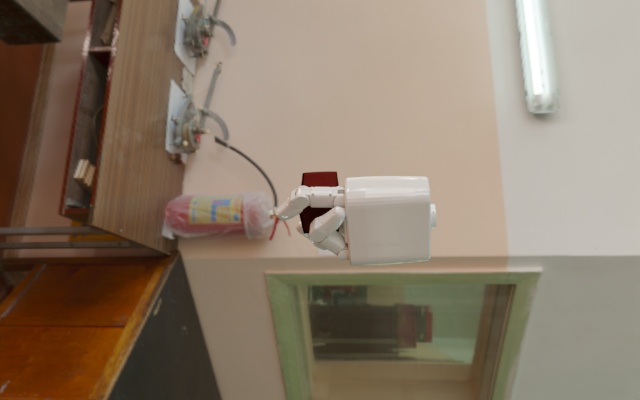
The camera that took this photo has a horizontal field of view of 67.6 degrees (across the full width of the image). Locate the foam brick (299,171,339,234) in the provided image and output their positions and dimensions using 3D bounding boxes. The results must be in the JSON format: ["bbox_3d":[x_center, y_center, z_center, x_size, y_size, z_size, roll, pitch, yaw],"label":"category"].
[{"bbox_3d":[0.000,0.002,0.677,0.051,0.053,0.078,-4,41,8],"label":"foam brick"}]
